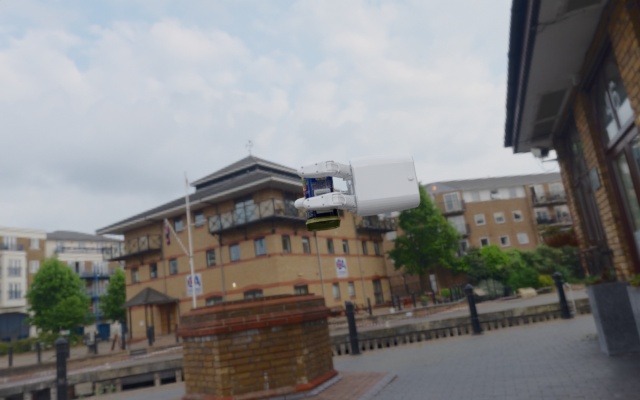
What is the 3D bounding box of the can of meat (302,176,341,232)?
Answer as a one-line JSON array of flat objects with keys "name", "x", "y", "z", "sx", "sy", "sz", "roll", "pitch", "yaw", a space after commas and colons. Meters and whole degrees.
[{"name": "can of meat", "x": 0.000, "y": 0.002, "z": 0.813, "sx": 0.057, "sy": 0.084, "sz": 0.102, "roll": -7, "pitch": -12, "yaw": -1}]
